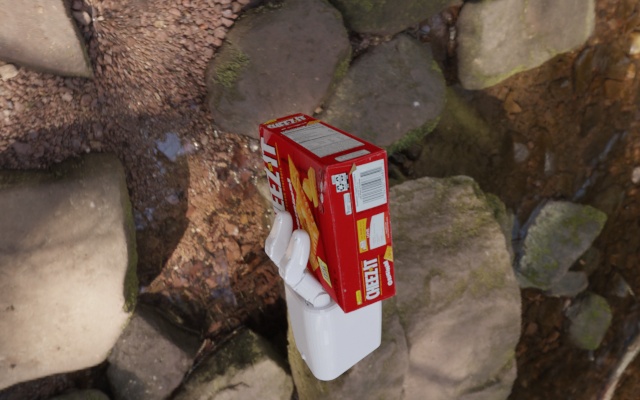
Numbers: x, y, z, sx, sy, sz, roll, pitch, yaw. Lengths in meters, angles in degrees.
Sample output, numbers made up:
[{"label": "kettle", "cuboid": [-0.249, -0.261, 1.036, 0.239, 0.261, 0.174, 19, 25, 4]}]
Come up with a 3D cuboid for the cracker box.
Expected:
[{"label": "cracker box", "cuboid": [0.000, 0.002, 0.551, 0.072, 0.164, 0.213, -16, 25, -19]}]
